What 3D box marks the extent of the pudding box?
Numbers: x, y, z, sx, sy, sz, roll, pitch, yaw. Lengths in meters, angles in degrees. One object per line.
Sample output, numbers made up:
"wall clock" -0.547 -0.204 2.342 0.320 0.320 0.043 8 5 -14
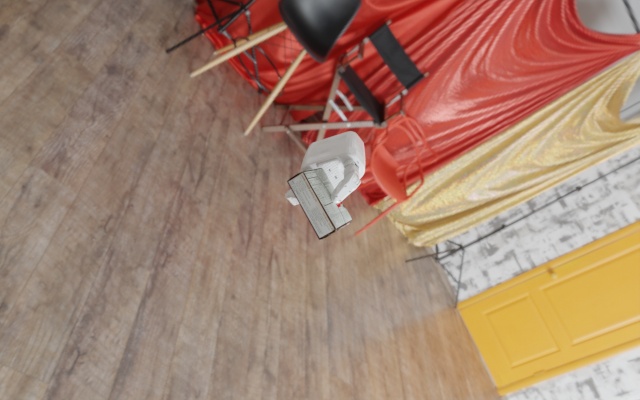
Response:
"pudding box" 0.000 0.003 0.799 0.039 0.113 0.090 -33 -5 23
